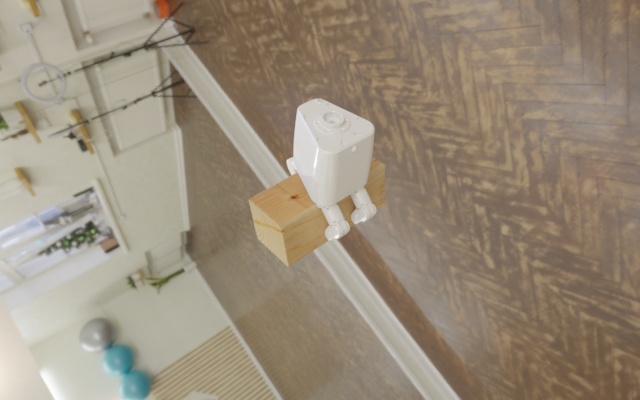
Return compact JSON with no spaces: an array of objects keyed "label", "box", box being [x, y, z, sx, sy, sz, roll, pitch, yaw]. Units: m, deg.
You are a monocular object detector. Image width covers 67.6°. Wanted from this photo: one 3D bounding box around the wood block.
[{"label":"wood block","box":[0.000,0.002,0.773,0.206,0.090,0.090,-30,46,-26]}]
